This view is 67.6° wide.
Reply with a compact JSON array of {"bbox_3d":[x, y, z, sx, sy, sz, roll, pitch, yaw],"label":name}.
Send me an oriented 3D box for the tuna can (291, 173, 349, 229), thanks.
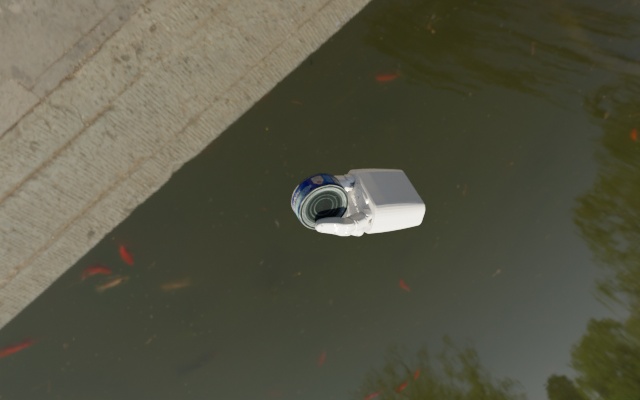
[{"bbox_3d":[0.000,0.003,0.741,0.086,0.086,0.033,0,33,-27],"label":"tuna can"}]
